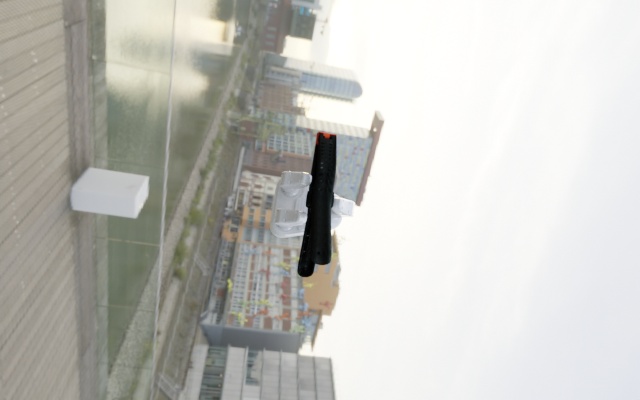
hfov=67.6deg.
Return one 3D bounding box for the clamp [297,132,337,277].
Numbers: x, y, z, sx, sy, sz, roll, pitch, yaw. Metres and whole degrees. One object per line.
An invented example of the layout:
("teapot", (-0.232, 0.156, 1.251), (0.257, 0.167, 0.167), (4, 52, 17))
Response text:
("clamp", (0.001, 0.002, 0.657), (0.036, 0.210, 0.164), (9, -9, -8))
